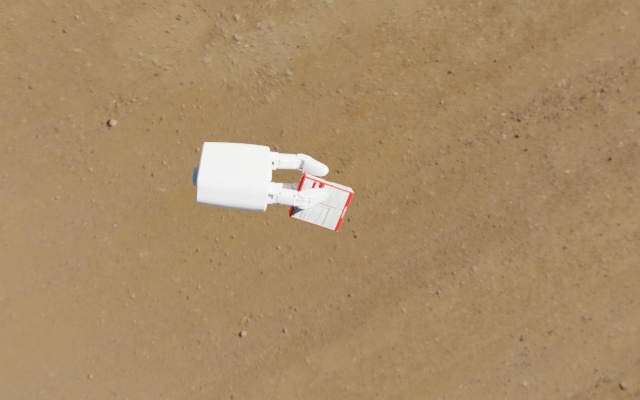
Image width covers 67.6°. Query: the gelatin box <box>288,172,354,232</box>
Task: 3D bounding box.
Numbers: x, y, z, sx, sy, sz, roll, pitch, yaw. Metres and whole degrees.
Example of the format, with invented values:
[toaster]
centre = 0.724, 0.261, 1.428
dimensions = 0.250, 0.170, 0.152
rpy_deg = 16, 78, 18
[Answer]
[gelatin box]
centre = 0.000, 0.003, 0.786
dimensions = 0.089, 0.073, 0.030
rpy_deg = 18, 14, -12
